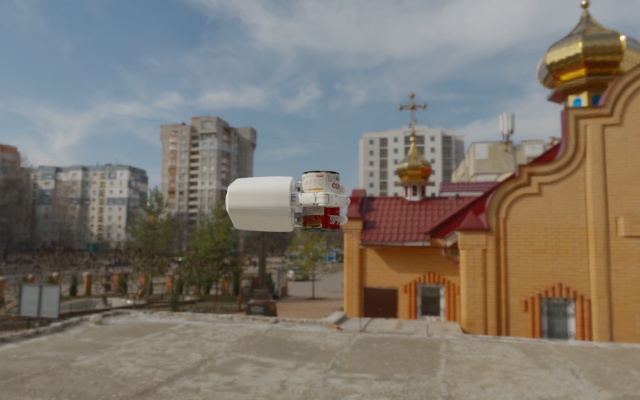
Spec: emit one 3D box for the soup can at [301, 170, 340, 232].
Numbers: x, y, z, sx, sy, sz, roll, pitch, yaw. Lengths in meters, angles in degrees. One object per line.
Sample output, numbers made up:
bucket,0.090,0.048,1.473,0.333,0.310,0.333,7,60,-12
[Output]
soup can,0.001,0.002,0.835,0.068,0.102,0.068,0,-6,0
